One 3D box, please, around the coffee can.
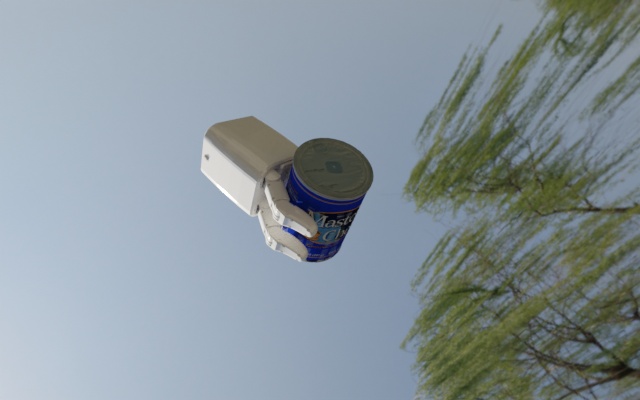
[{"bbox_3d":[0.000,0.002,0.638,0.103,0.102,0.140,0,-40,-19],"label":"coffee can"}]
